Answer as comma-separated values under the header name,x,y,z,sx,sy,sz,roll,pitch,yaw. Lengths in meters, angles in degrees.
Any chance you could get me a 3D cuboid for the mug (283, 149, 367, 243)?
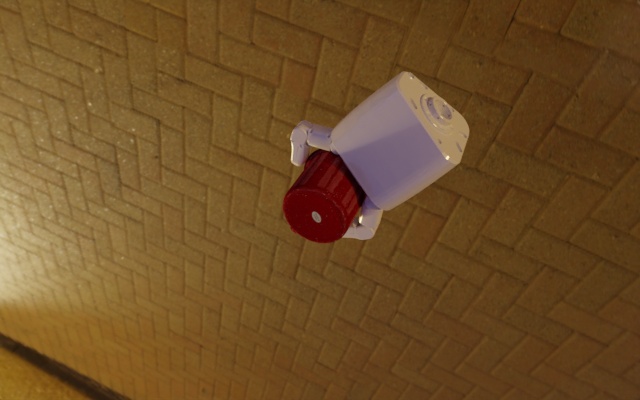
name,x,y,z,sx,sy,sz,roll,pitch,yaw
mug,-0.001,0.003,0.574,0.117,0.093,0.081,-39,12,41
